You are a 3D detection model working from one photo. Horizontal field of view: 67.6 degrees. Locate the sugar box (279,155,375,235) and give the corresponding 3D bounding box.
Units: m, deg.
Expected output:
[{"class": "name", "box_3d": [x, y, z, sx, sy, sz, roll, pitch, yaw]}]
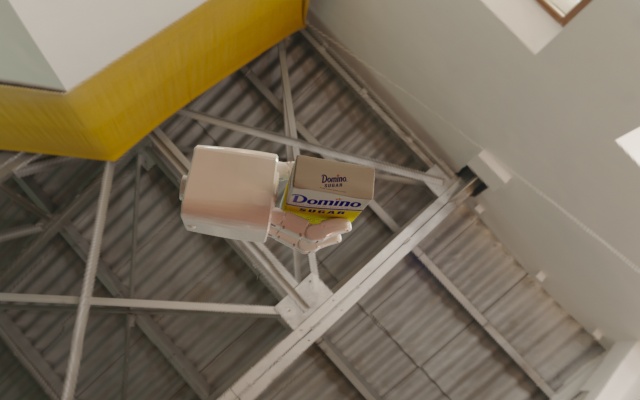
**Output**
[{"class": "sugar box", "box_3d": [0.000, 0.003, 0.606, 0.093, 0.048, 0.176, 9, -18, -7]}]
